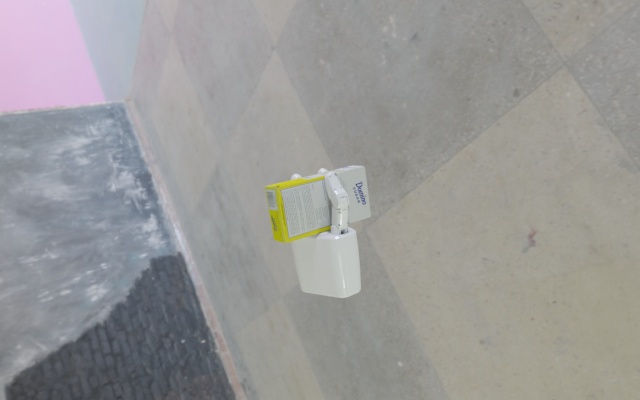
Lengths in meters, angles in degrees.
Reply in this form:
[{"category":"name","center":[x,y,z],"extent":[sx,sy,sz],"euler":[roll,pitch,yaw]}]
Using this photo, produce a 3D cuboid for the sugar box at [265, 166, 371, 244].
[{"category":"sugar box","center":[0.000,0.003,0.796],"extent":[0.176,0.093,0.048],"euler":[-15,13,-34]}]
